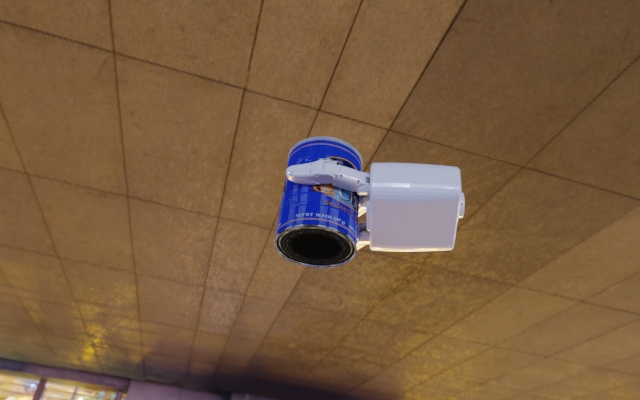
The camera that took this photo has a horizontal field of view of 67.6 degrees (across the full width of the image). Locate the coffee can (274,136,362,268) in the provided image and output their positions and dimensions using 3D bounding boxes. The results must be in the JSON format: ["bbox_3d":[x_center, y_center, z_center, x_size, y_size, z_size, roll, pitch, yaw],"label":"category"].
[{"bbox_3d":[0.000,0.002,0.622,0.103,0.140,0.103,4,-35,3],"label":"coffee can"}]
